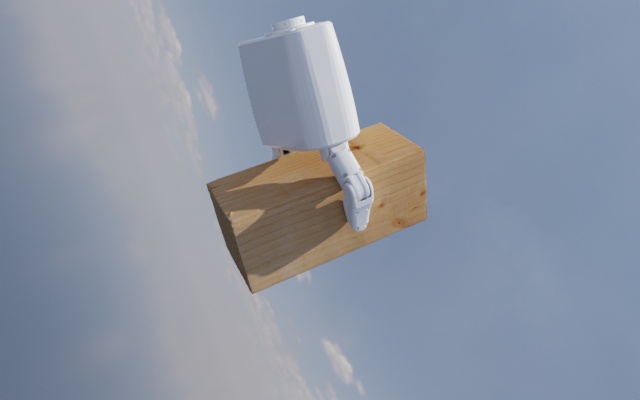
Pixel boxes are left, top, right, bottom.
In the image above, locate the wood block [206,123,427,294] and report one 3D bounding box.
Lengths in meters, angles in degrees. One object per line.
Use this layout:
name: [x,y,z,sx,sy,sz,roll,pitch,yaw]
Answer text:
wood block: [0.000,0.001,0.502,0.206,0.090,0.090,-21,35,-17]
